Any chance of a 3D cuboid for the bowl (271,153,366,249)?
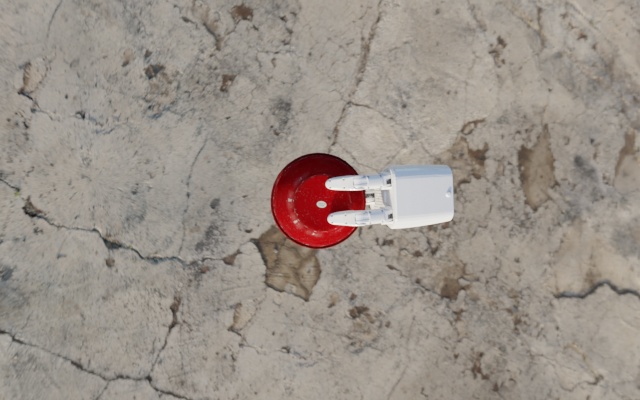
[{"bbox_3d":[-0.001,0.003,0.773,0.162,0.162,0.055,0,4,-7],"label":"bowl"}]
